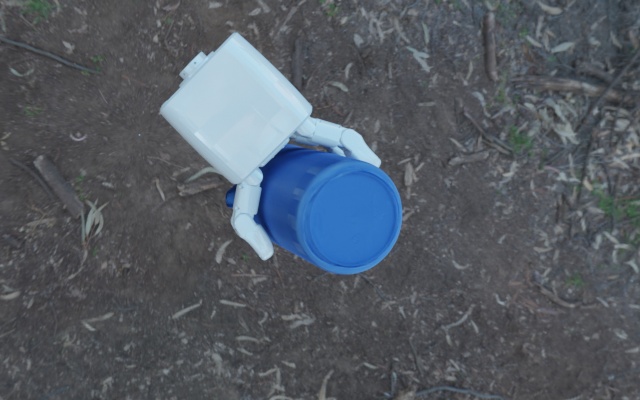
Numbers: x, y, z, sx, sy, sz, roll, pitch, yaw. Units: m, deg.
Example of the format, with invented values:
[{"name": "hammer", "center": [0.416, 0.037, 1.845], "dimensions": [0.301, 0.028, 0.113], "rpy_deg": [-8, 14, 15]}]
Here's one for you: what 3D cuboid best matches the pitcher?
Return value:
[{"name": "pitcher", "center": [0.000, 0.002, 0.547], "dimensions": [0.145, 0.149, 0.243], "rpy_deg": [45, -9, -19]}]
